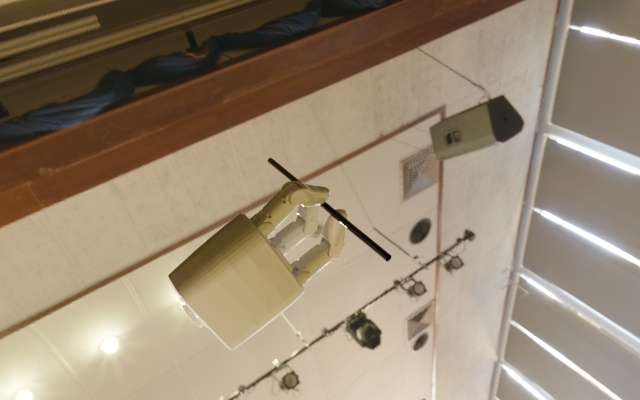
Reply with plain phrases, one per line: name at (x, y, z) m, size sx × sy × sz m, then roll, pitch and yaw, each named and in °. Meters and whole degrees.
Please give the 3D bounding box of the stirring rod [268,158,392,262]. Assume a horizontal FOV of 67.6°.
stirring rod at (0.000, 0.002, 0.555) m, size 0.011 × 0.011 × 0.239 m, roll 0°, pitch 27°, yaw -39°
